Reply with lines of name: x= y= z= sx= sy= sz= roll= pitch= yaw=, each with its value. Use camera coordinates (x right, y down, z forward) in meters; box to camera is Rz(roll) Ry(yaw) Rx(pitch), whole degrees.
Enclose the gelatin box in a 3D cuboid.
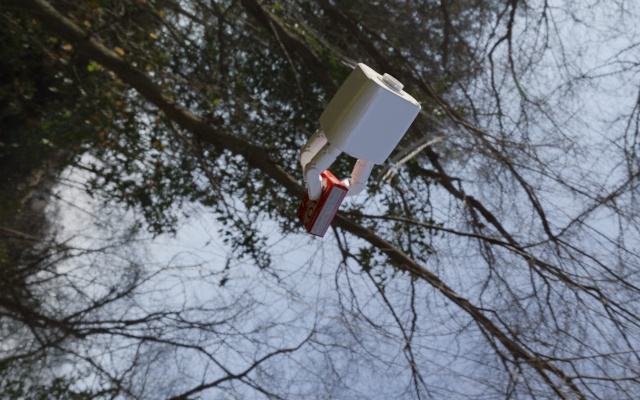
gelatin box: x=0.000 y=0.003 z=0.749 sx=0.030 sy=0.089 sz=0.073 roll=20 pitch=14 yaw=-27
